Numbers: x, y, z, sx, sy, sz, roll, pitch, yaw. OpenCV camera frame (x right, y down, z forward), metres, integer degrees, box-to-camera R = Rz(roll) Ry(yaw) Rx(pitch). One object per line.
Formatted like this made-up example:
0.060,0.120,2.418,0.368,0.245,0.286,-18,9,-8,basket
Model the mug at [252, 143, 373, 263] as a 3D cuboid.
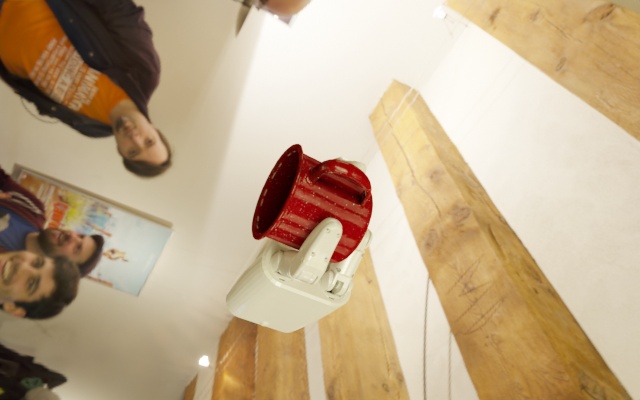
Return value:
0.001,0.001,0.428,0.081,0.093,0.117,25,-40,-21,mug
